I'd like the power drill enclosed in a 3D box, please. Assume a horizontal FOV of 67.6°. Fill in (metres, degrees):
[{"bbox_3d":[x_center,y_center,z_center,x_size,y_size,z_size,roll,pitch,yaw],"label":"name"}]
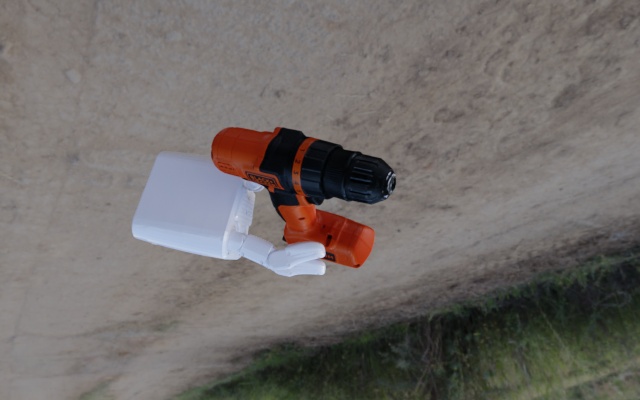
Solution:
[{"bbox_3d":[0.000,0.002,0.485,0.184,0.057,0.188,16,-26,27],"label":"power drill"}]
